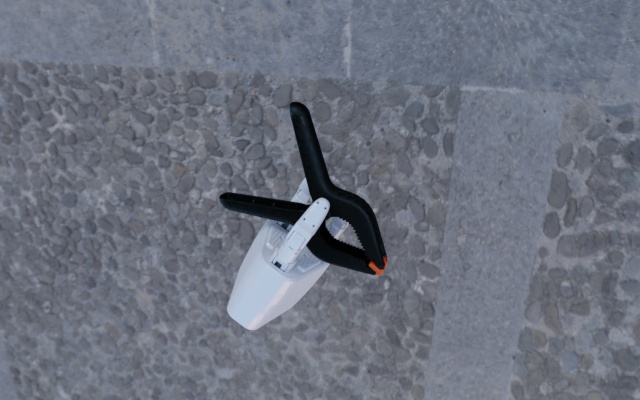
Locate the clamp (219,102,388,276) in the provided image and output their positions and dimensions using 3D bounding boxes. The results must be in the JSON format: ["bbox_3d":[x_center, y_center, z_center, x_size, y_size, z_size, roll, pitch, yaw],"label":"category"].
[{"bbox_3d":[0.000,0.003,0.544,0.210,0.165,0.036,36,30,2],"label":"clamp"}]
